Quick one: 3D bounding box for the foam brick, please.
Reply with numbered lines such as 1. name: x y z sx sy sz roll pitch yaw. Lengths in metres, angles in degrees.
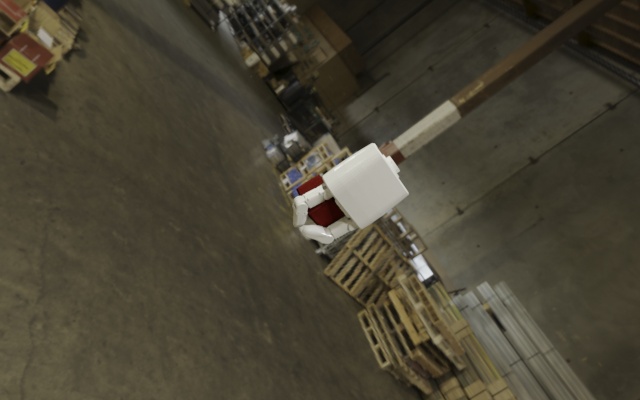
1. foam brick: 0.000 0.003 0.853 0.051 0.078 0.053 -35 -46 8
